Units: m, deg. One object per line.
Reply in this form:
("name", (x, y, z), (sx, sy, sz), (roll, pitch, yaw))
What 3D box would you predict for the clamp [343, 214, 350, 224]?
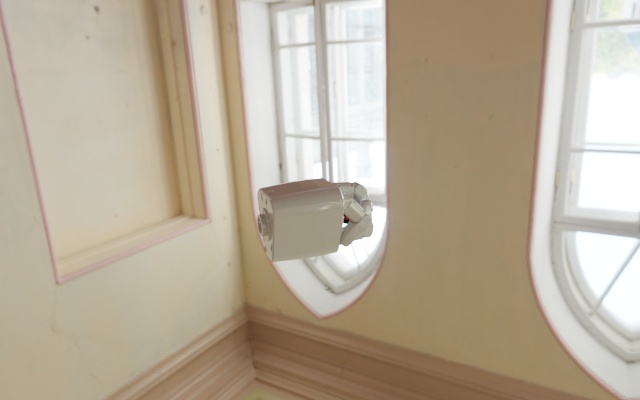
("clamp", (0.000, 0.003, 0.817), (0.120, 0.039, 0.171), (-8, 17, -20))
